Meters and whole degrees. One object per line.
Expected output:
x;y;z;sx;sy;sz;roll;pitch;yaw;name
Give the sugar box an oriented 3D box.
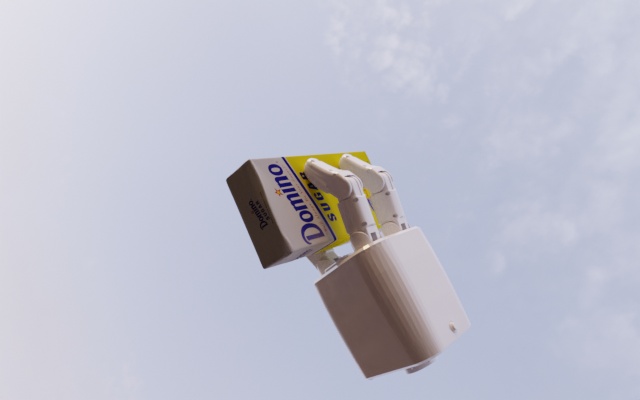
0.001;0.001;0.477;0.048;0.093;0.176;-34;-14;36;sugar box
